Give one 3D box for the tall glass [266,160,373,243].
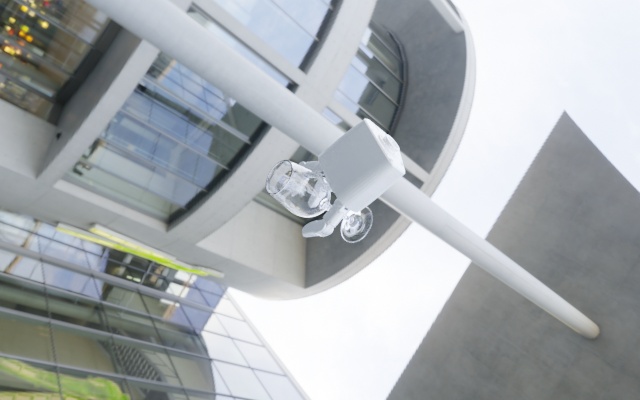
[{"bbox_3d":[0.000,0.003,0.820,0.079,0.079,0.201,0,-24,47],"label":"tall glass"}]
